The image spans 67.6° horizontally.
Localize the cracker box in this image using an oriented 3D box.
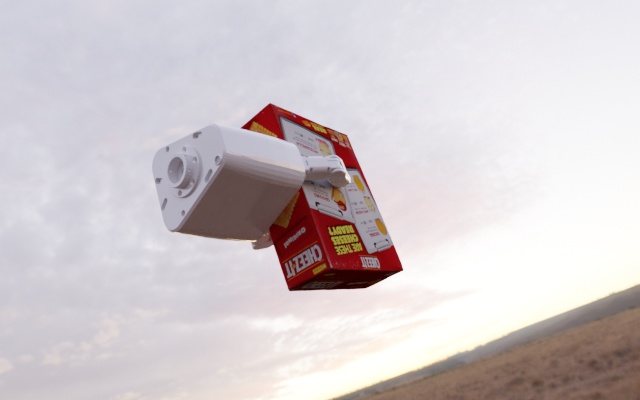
[{"bbox_3d":[0.000,0.002,0.592,0.072,0.213,0.164,-33,-26,29],"label":"cracker box"}]
